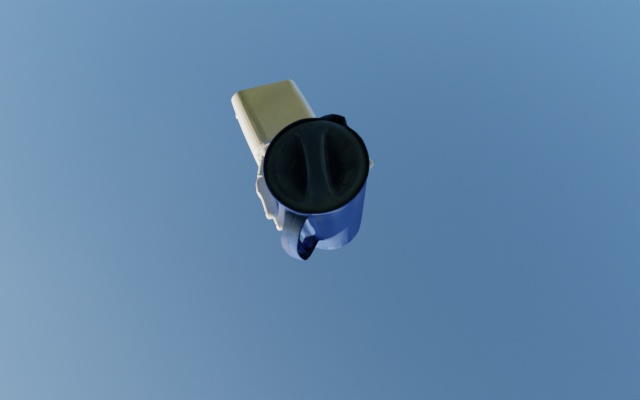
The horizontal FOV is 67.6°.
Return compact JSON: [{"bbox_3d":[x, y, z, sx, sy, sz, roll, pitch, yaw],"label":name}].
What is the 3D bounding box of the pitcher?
[{"bbox_3d":[0.000,0.002,0.695,0.149,0.145,0.243,-26,-21,-4],"label":"pitcher"}]
